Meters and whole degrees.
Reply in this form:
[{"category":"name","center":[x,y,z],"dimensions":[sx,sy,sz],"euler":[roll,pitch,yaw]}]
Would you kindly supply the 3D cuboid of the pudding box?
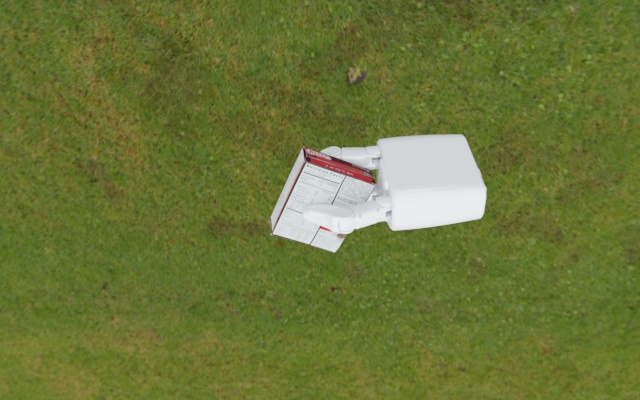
[{"category":"pudding box","center":[0.000,0.002,0.564],"dimensions":[0.090,0.113,0.039],"euler":[18,29,-16]}]
